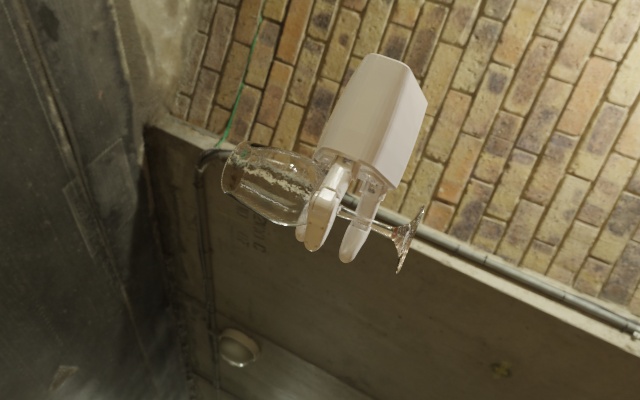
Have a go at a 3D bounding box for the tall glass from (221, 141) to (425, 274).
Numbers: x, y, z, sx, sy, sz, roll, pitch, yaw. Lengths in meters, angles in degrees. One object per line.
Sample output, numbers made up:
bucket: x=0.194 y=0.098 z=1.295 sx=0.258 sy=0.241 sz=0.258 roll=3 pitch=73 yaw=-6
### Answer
tall glass: x=0.001 y=0.002 z=0.493 sx=0.201 sy=0.079 sz=0.079 roll=22 pitch=4 yaw=11
